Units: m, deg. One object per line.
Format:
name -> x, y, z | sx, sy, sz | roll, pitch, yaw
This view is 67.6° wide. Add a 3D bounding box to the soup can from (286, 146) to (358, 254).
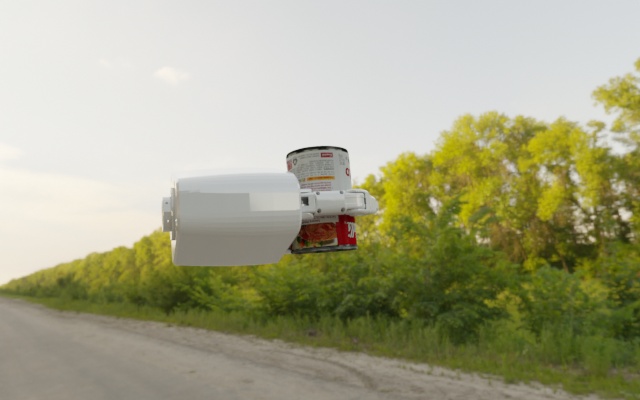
soup can -> 0.001, 0.001, 0.489 | 0.068, 0.102, 0.068 | -4, -8, -1
